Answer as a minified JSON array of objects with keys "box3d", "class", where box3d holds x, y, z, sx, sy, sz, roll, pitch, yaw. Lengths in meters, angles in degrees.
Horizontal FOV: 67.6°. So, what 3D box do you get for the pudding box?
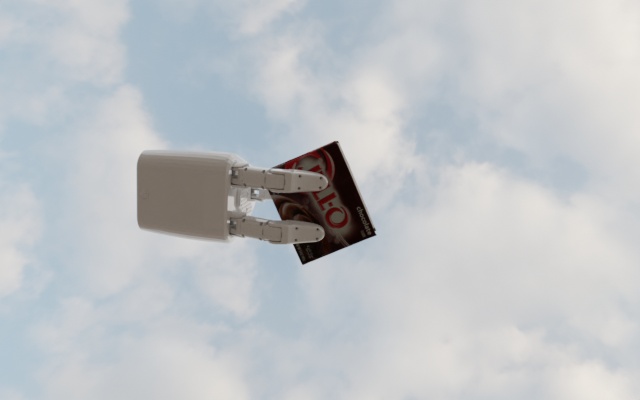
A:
[{"box3d":[0.000,0.002,0.528,0.090,0.113,0.039,-23,7,11],"class":"pudding box"}]
